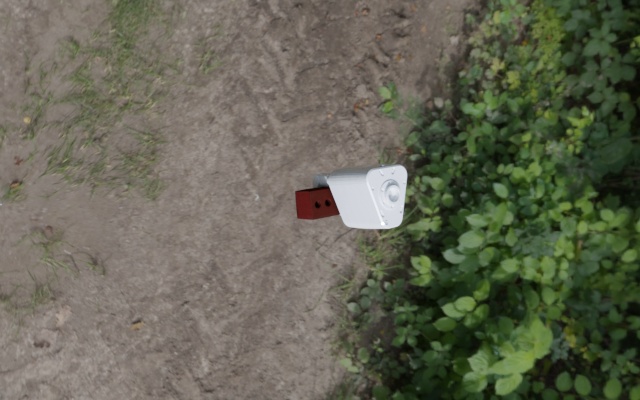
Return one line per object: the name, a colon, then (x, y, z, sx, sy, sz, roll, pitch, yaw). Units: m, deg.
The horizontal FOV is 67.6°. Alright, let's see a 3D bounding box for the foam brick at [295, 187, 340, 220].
foam brick: (0.000, 0.003, 0.876, 0.078, 0.053, 0.051, -11, 8, -33)
